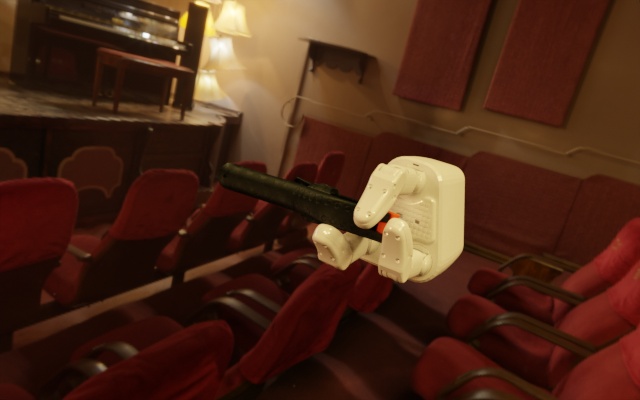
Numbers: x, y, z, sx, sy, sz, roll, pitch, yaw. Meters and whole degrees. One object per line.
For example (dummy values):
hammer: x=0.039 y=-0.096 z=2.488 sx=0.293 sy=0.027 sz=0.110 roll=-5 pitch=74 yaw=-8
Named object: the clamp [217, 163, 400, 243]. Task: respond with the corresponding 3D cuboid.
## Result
clamp: x=0.000 y=0.001 z=0.454 sx=0.171 sy=0.039 sz=0.120 roll=22 pitch=13 yaw=27
